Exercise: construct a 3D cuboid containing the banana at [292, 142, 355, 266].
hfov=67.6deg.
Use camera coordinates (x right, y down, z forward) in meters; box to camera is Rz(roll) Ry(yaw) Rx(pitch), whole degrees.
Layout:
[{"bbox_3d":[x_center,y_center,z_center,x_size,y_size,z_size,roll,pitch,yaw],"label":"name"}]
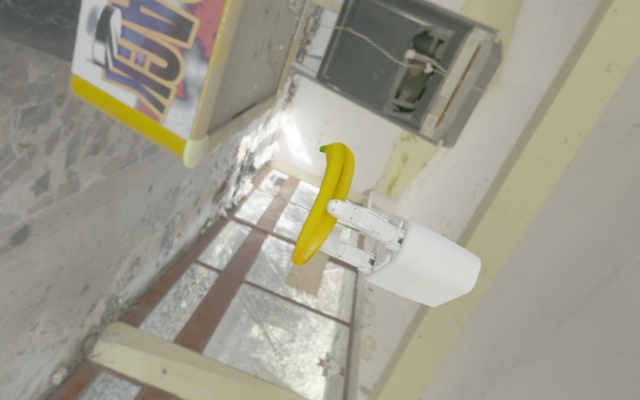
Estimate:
[{"bbox_3d":[0.010,-0.009,0.600,0.037,0.197,0.070,28,-40,-16],"label":"banana"}]
